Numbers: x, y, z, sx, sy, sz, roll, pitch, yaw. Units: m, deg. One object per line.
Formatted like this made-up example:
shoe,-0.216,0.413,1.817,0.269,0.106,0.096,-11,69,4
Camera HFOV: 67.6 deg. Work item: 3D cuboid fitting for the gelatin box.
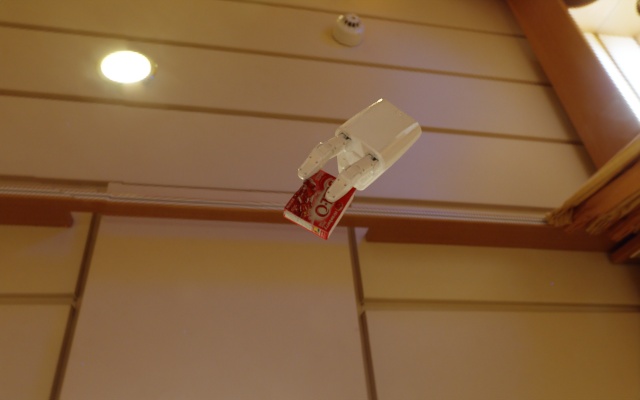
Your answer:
gelatin box,0.000,0.003,0.692,0.073,0.089,0.030,29,-29,10
